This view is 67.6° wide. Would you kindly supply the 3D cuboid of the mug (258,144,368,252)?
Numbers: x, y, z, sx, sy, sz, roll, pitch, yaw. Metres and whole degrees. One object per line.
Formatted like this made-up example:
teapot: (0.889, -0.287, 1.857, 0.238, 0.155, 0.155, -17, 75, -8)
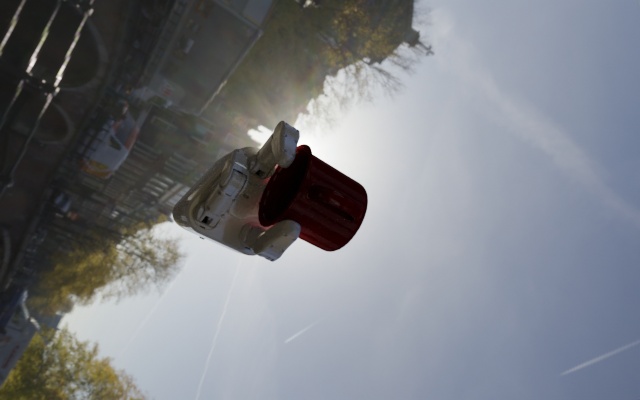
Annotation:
mug: (0.001, 0.002, 0.482, 0.081, 0.093, 0.117, 29, -13, -25)
